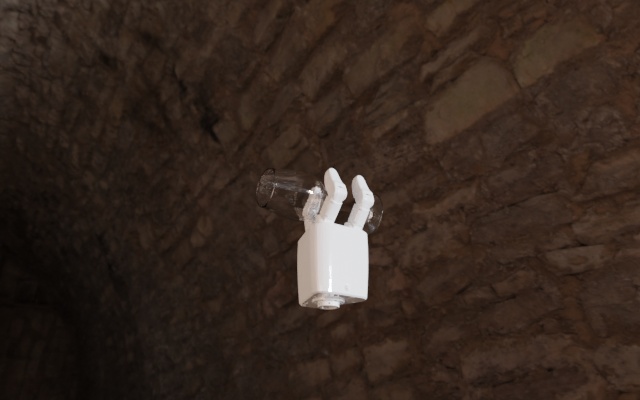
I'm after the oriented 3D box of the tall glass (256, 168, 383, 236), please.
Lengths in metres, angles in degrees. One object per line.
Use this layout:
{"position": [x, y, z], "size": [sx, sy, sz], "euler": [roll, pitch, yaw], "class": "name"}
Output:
{"position": [0.001, 0.003, 0.765], "size": [0.201, 0.079, 0.079], "euler": [15, -8, -30], "class": "tall glass"}
